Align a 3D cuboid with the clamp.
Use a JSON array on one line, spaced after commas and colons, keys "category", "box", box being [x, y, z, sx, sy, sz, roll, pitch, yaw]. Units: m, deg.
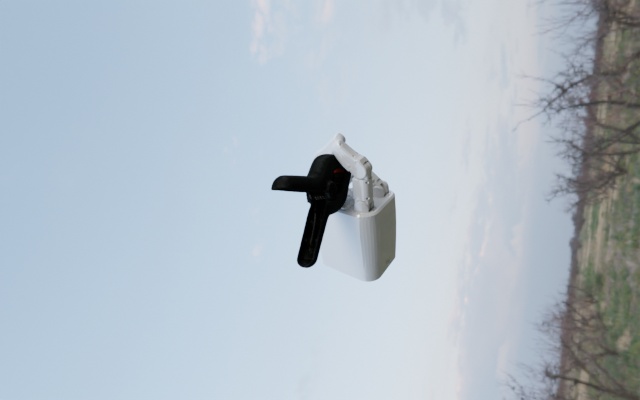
[{"category": "clamp", "box": [0.000, 0.002, 0.605, 0.039, 0.120, 0.171, 6, 25, 29]}]
